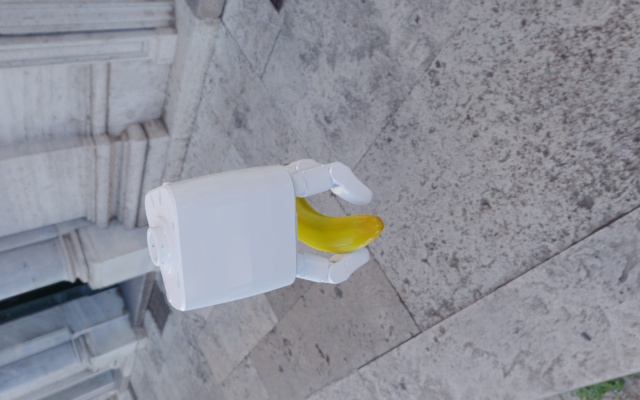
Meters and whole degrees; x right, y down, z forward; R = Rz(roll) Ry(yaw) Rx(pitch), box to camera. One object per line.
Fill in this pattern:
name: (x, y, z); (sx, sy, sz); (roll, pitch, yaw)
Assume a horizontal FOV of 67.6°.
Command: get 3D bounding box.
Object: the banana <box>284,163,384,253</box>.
banana: (-0.004, 0.018, 0.519); (0.037, 0.070, 0.197); (-5, 22, -32)
